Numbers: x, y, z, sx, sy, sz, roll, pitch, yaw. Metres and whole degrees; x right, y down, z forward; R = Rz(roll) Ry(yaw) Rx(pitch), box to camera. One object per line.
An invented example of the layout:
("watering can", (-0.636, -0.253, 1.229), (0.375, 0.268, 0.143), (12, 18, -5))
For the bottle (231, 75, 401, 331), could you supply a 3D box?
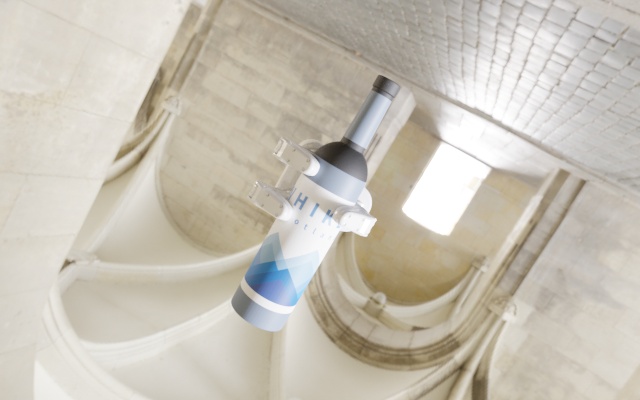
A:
("bottle", (0.000, 0.002, 0.520), (0.069, 0.296, 0.069), (29, 9, -5))
